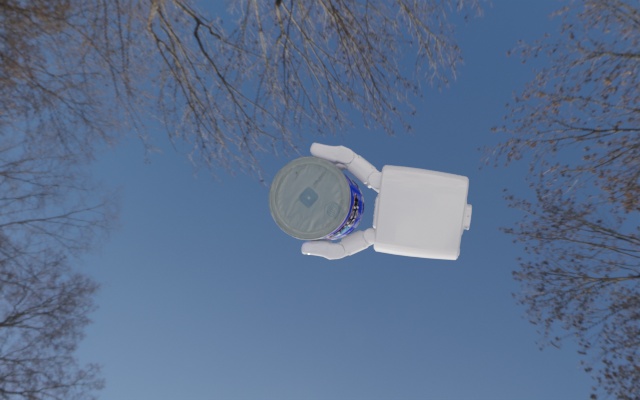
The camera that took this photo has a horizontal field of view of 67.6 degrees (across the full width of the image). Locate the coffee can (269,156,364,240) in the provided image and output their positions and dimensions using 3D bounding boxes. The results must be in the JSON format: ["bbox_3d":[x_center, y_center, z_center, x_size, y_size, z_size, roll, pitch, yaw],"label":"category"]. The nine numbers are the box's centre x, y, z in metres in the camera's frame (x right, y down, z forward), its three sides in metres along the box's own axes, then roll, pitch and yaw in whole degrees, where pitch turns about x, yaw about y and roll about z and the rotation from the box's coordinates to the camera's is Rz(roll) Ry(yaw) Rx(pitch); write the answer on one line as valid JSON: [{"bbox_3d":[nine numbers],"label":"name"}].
[{"bbox_3d":[0.000,0.002,0.648,0.103,0.103,0.140,0,-4,12],"label":"coffee can"}]
